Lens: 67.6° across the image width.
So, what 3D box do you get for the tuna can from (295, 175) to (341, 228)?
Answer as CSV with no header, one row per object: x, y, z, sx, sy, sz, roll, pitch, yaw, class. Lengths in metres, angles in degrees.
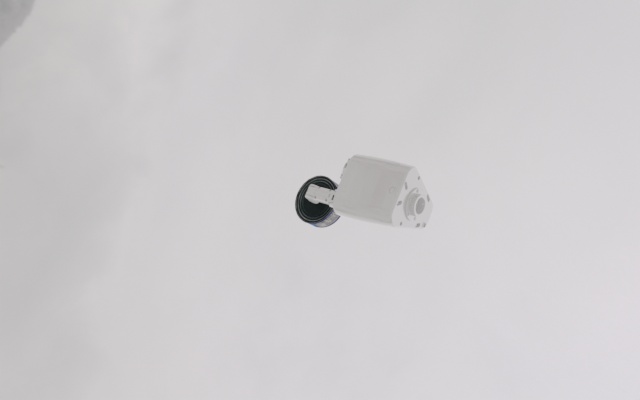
0.000,0.003,0.818,0.086,0.086,0.034,0,-18,36,tuna can
